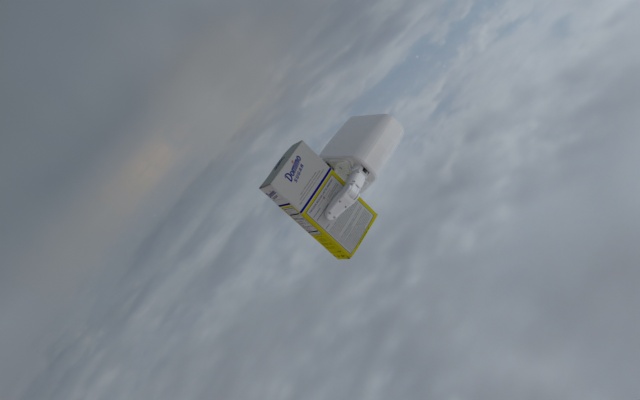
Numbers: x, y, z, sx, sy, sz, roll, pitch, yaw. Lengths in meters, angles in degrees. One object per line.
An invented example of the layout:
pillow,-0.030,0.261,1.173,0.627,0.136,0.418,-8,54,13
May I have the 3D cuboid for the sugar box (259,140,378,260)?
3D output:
sugar box,0.000,0.002,0.734,0.176,0.093,0.048,43,-27,-17
